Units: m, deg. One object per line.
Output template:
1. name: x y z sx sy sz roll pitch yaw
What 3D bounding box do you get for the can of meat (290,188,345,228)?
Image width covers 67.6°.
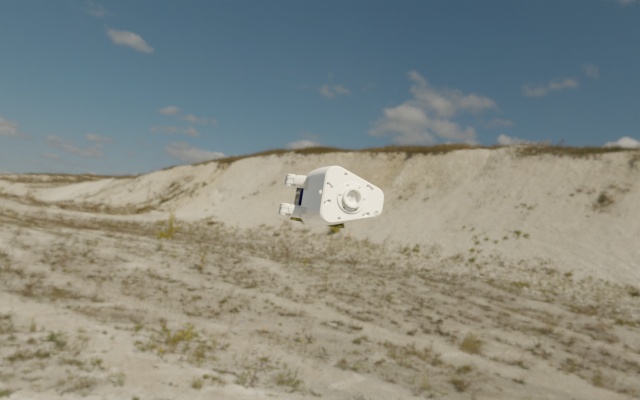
1. can of meat: 0.000 0.003 0.897 0.102 0.084 0.057 10 -5 -14
